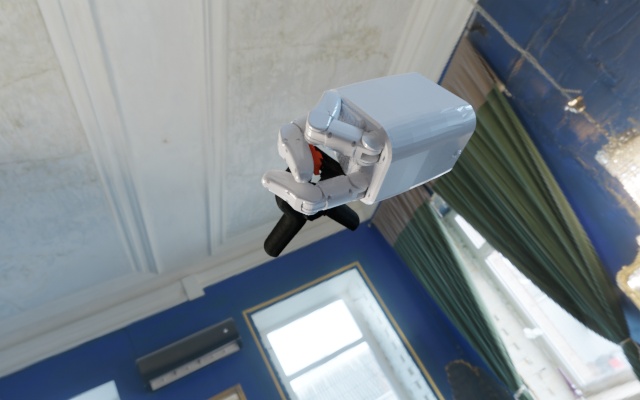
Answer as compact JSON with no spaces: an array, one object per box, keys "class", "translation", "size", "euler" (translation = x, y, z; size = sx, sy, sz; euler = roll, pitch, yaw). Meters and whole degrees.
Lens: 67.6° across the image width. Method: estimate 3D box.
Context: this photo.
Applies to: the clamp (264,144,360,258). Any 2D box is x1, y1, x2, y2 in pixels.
[{"class":"clamp","translation":[0.000,0.001,0.524],"size":[0.120,0.039,0.172],"euler":[-18,-28,-22]}]
